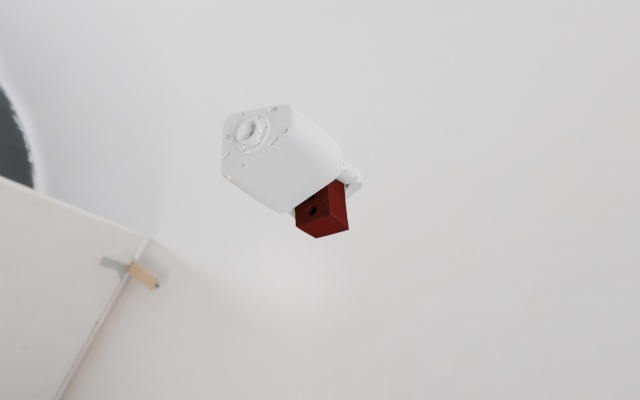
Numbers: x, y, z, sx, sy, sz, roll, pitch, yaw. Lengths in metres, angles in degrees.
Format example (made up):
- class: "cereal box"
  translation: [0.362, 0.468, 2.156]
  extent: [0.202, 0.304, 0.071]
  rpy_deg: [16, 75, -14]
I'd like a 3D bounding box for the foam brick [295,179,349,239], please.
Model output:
- class: "foam brick"
  translation: [0.000, 0.002, 0.622]
  extent: [0.053, 0.078, 0.051]
  rpy_deg: [-19, -31, 25]
